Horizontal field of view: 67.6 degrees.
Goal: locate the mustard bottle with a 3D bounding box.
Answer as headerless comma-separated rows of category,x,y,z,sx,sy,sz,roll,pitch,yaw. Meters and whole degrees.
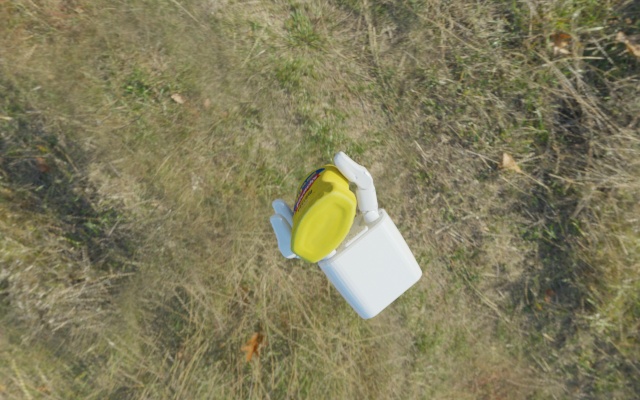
mustard bottle,0.000,0.002,0.633,0.058,0.096,0.191,30,15,-11
